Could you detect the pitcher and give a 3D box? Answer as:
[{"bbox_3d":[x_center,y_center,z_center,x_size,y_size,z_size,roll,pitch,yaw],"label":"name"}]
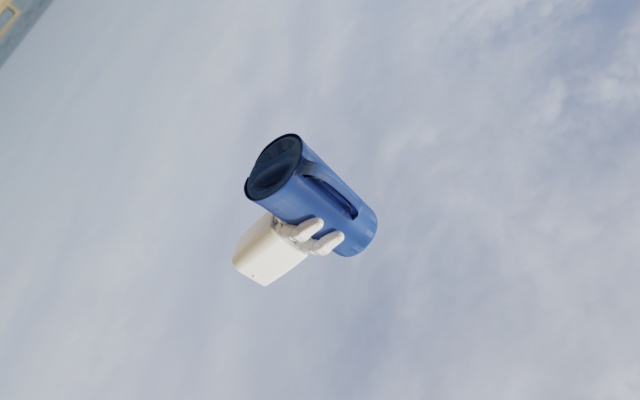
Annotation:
[{"bbox_3d":[0.000,0.003,0.839,0.243,0.145,0.149,38,20,-35],"label":"pitcher"}]
